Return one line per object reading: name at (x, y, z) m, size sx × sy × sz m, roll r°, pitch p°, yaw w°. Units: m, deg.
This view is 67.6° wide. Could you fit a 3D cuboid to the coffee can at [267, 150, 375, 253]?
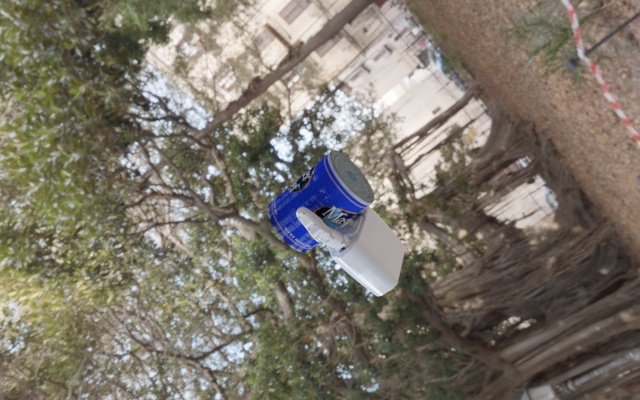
coffee can at (0.000, 0.002, 0.760) m, size 0.140 × 0.102 × 0.103 m, roll -39°, pitch -17°, yaw 22°
